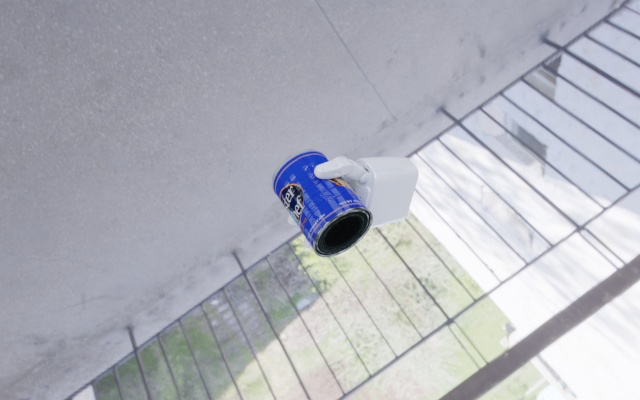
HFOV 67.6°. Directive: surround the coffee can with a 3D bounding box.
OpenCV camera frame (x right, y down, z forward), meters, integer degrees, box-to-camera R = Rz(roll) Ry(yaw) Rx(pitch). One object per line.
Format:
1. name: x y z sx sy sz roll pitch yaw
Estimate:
1. coffee can: 0.000 0.002 0.740 0.103 0.103 0.140 0 42 -42
